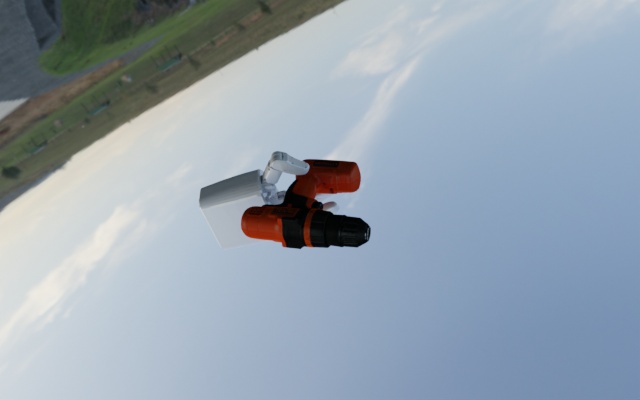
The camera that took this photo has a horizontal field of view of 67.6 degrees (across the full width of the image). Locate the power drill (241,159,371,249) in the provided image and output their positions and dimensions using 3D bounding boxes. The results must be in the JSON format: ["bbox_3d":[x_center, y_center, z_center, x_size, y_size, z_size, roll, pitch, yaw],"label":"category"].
[{"bbox_3d":[0.000,0.002,0.702,0.184,0.057,0.187,6,30,19],"label":"power drill"}]
